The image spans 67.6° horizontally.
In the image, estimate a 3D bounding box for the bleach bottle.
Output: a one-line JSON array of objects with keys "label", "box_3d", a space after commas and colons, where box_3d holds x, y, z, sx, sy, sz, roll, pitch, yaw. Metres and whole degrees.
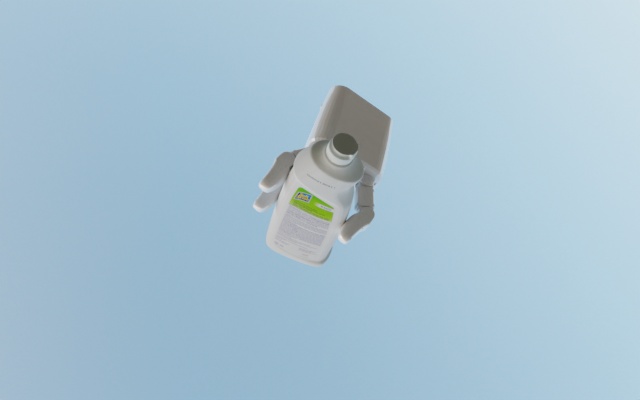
[{"label": "bleach bottle", "box_3d": [0.000, 0.002, 0.602, 0.102, 0.068, 0.251, 21, -32, -6]}]
